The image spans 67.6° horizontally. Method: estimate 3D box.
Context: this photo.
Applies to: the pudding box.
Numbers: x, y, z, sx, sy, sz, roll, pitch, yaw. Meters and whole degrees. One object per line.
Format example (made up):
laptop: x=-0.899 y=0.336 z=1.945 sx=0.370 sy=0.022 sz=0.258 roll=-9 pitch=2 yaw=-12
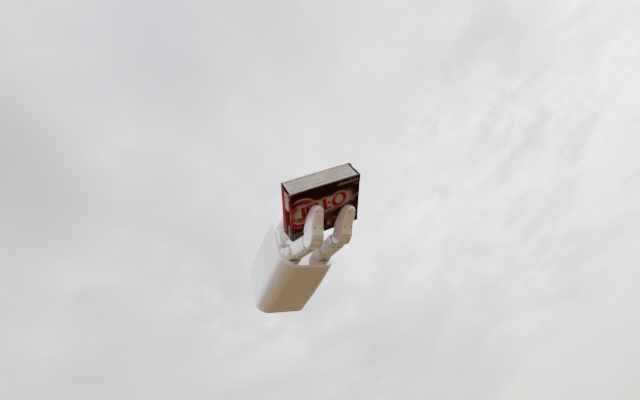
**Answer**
pudding box: x=0.000 y=0.002 z=0.693 sx=0.113 sy=0.090 sz=0.039 roll=-20 pitch=46 yaw=-21
